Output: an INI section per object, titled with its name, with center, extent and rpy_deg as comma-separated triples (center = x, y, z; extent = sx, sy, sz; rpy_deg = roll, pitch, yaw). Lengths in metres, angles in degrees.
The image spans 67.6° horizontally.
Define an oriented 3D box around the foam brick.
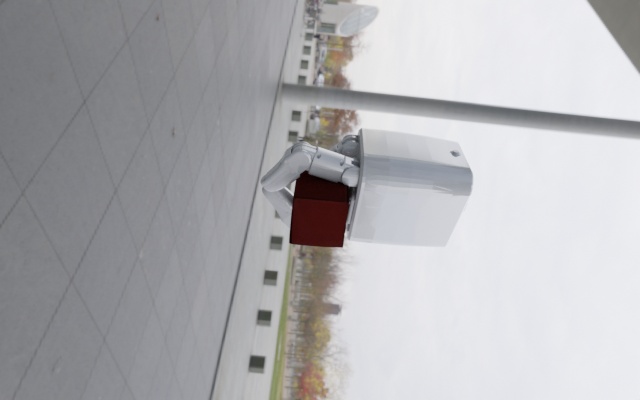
[foam brick]
center = 0.000, 0.002, 0.462
extent = 0.051, 0.053, 0.078
rpy_deg = 6, 32, -1
